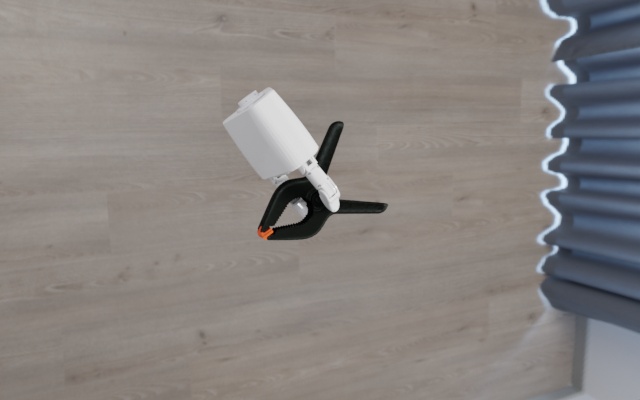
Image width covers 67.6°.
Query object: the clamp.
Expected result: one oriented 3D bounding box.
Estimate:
[{"bbox_3d":[0.000,0.003,0.734,0.210,0.164,0.036,-41,16,-14],"label":"clamp"}]
